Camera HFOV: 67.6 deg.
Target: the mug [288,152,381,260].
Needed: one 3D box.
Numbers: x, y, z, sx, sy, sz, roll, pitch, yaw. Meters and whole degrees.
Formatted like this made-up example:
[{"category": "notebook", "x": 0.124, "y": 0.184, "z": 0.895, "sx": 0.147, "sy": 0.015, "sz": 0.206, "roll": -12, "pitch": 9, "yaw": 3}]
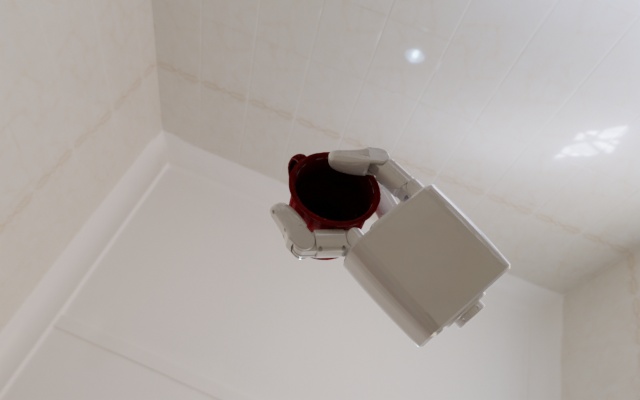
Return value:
[{"category": "mug", "x": -0.001, "y": 0.001, "z": 0.508, "sx": 0.093, "sy": 0.117, "sz": 0.082, "roll": -27, "pitch": -26, "yaw": -29}]
